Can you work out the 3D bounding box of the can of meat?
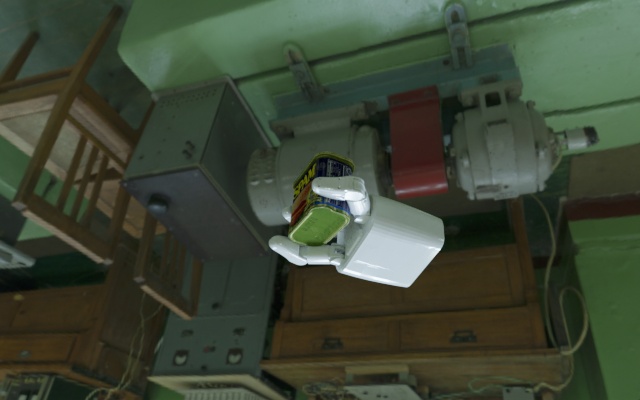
[{"bbox_3d":[0.000,0.002,0.612,0.057,0.084,0.102,19,-37,-19],"label":"can of meat"}]
